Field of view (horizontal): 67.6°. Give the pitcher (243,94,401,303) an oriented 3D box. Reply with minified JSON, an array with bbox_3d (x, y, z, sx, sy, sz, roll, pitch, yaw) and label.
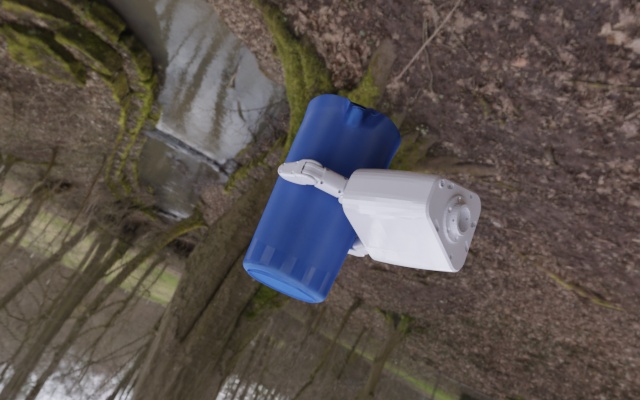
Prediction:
[{"bbox_3d":[0.000,0.002,0.614,0.145,0.242,0.149,6,-26,44],"label":"pitcher"}]
